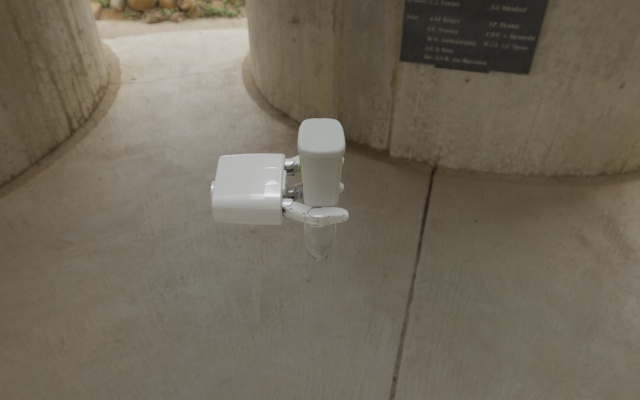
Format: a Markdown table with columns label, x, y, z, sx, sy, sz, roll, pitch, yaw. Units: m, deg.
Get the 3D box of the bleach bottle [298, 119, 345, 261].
| label | x | y | z | sx | sy | sz | roll | pitch | yaw |
| --- | --- | --- | --- | --- | --- | --- | --- | --- | --- |
| bleach bottle | 0.000 | 0.002 | 0.759 | 0.068 | 0.251 | 0.102 | 0 | 37 | -1 |
